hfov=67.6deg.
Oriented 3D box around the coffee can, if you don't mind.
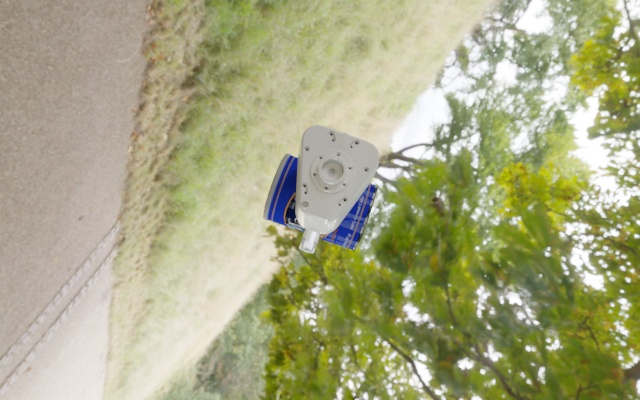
[{"bbox_3d":[0.000,0.002,0.696,0.140,0.103,0.103,19,0,1],"label":"coffee can"}]
